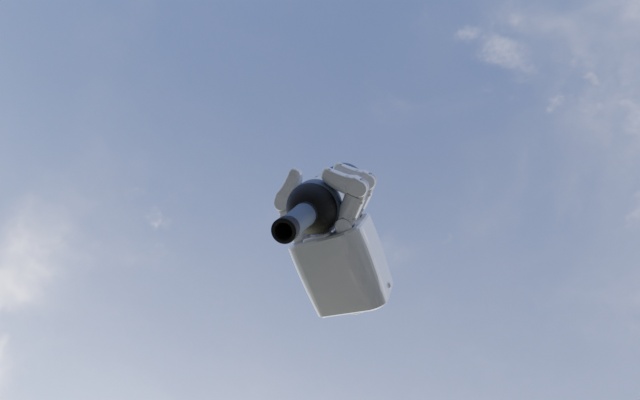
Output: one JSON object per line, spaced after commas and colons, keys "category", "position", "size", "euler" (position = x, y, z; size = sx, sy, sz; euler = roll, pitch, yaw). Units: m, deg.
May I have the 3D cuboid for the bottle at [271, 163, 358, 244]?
{"category": "bottle", "position": [0.000, 0.002, 0.620], "size": [0.069, 0.069, 0.295], "euler": [0, 11, 15]}
